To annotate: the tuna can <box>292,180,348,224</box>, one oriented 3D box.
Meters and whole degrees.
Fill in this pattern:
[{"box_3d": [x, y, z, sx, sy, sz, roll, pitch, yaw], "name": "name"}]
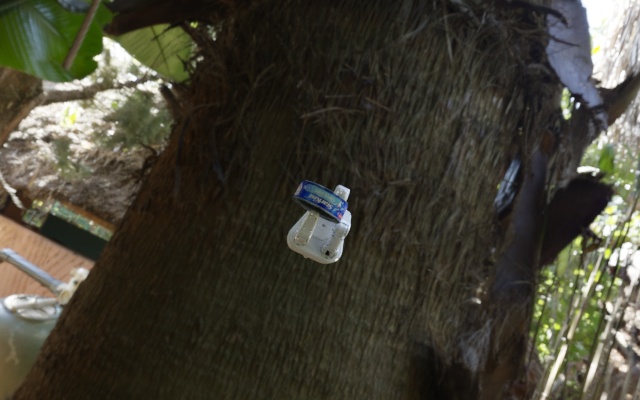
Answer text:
[{"box_3d": [0.000, 0.002, 0.759, 0.086, 0.033, 0.086, 27, -9, 5], "name": "tuna can"}]
